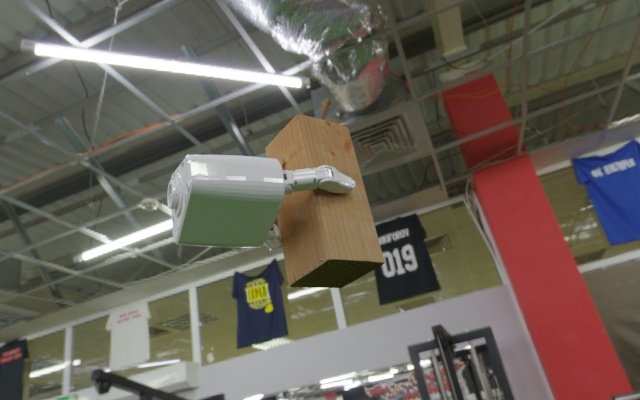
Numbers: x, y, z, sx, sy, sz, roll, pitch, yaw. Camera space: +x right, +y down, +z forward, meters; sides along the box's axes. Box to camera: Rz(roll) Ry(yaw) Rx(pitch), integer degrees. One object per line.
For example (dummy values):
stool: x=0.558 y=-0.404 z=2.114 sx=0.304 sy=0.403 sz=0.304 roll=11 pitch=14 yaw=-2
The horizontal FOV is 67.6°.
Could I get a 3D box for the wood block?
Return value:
wood block: x=0.000 y=0.002 z=0.629 sx=0.090 sy=0.206 sz=0.091 roll=9 pitch=-33 yaw=-37
